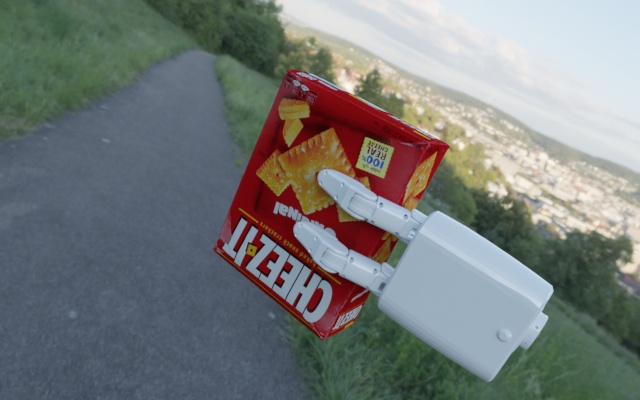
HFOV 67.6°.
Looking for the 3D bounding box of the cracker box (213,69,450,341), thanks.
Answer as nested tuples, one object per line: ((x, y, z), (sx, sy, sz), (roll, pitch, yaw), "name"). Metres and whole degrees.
((0.000, 0.001, 0.476), (0.164, 0.214, 0.072), (34, 19, 25), "cracker box")
